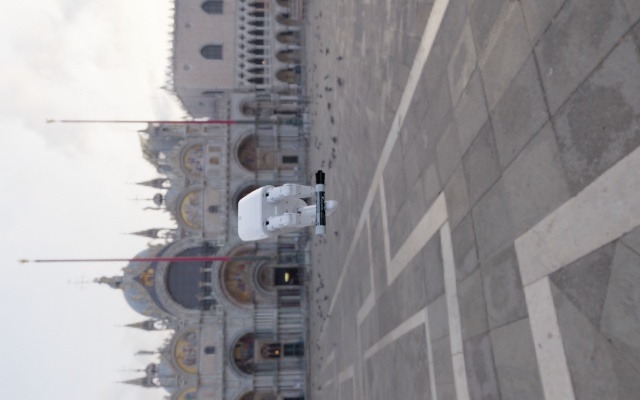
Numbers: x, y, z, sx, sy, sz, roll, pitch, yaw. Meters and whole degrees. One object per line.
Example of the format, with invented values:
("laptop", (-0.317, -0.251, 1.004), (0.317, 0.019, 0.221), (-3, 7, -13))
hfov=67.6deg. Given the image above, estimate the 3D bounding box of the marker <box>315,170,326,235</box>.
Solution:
("marker", (0.000, 0.003, 0.877), (0.020, 0.121, 0.020), (-1, -13, 0))
